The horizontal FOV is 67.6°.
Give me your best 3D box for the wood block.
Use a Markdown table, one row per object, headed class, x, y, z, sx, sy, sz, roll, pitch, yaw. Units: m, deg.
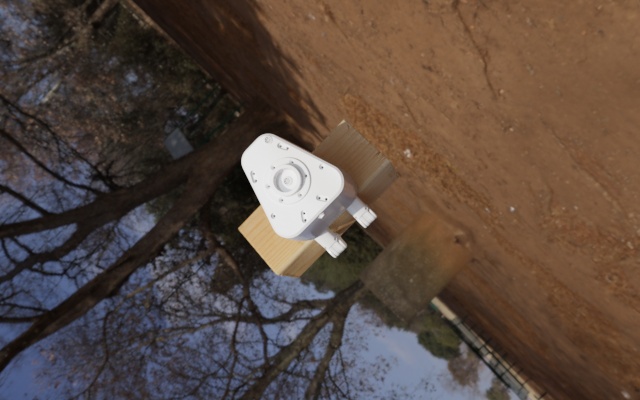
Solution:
| class | x | y | z | sx | sy | sz | roll | pitch | yaw |
| --- | --- | --- | --- | --- | --- | --- | --- | --- | --- |
| wood block | 0.000 | 0.002 | 0.664 | 0.090 | 0.206 | 0.090 | 46 | 4 | 20 |
